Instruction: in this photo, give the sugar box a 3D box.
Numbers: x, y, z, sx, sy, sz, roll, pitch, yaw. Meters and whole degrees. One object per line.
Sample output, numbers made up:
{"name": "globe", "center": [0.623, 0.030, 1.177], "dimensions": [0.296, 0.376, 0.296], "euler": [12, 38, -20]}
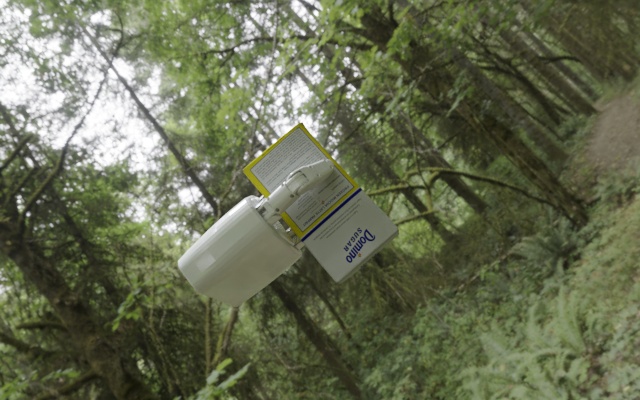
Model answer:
{"name": "sugar box", "center": [0.000, 0.002, 0.561], "dimensions": [0.093, 0.176, 0.048], "euler": [-41, -12, 0]}
